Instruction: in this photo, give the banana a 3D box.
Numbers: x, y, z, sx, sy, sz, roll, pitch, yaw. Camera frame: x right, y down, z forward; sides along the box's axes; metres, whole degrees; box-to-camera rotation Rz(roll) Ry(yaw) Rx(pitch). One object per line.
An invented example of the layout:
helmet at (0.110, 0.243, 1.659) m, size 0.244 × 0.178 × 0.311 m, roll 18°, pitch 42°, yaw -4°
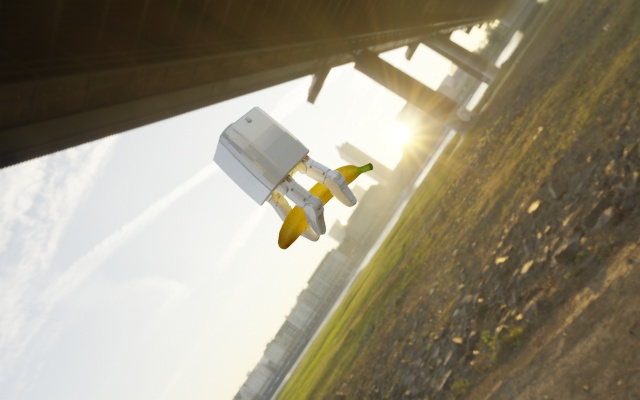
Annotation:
banana at (-0.005, 0.001, 0.739) m, size 0.197 × 0.037 × 0.069 m, roll -44°, pitch 14°, yaw -19°
